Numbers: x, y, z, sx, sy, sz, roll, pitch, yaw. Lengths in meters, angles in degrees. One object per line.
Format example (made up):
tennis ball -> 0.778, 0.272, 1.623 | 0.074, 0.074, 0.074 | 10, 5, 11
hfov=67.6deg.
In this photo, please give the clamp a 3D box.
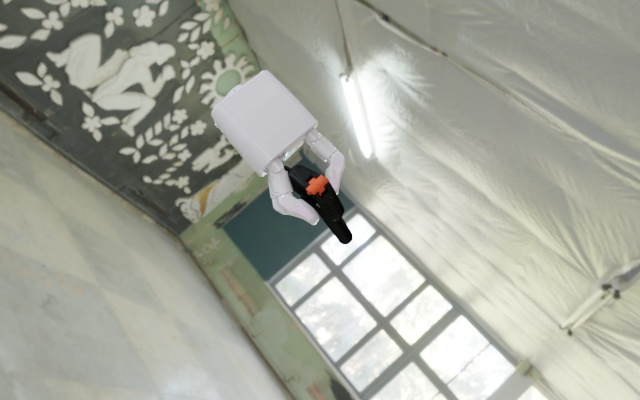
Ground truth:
clamp -> 0.001, 0.001, 0.683 | 0.036, 0.164, 0.210 | -45, 2, -7
